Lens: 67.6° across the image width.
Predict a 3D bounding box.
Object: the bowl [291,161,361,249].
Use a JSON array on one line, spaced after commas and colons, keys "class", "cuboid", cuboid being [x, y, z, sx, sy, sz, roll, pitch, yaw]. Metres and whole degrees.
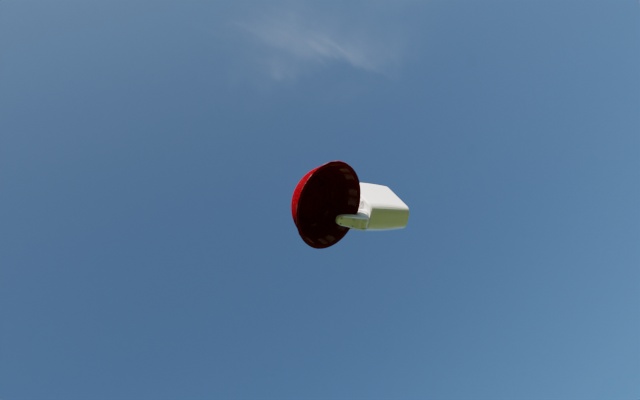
[{"class": "bowl", "cuboid": [-0.001, 0.002, 0.862, 0.055, 0.162, 0.162, 20, 14, 42]}]
